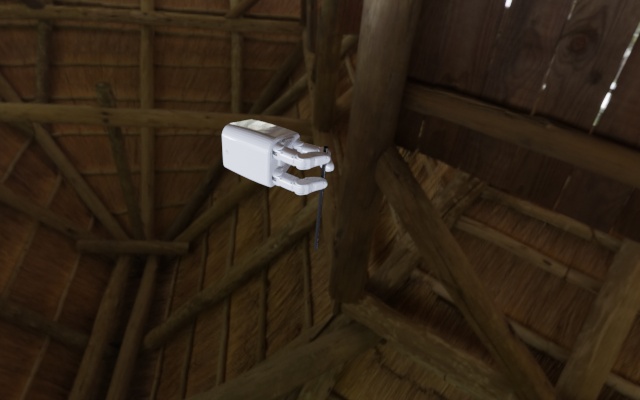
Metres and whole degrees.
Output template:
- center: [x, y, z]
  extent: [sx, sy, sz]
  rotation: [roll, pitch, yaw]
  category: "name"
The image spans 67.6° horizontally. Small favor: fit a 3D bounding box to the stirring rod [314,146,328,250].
- center: [0.000, 0.003, 0.899]
  extent: [0.011, 0.240, 0.011]
  rotation: [4, 37, -3]
  category: "stirring rod"
